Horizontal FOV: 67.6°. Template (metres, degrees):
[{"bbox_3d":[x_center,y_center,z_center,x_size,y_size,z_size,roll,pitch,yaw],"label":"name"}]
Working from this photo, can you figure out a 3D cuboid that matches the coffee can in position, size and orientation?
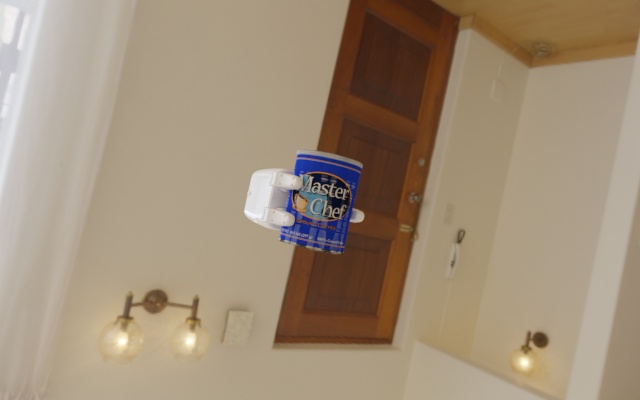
[{"bbox_3d":[0.000,0.002,0.729,0.103,0.140,0.103,12,-2,0],"label":"coffee can"}]
